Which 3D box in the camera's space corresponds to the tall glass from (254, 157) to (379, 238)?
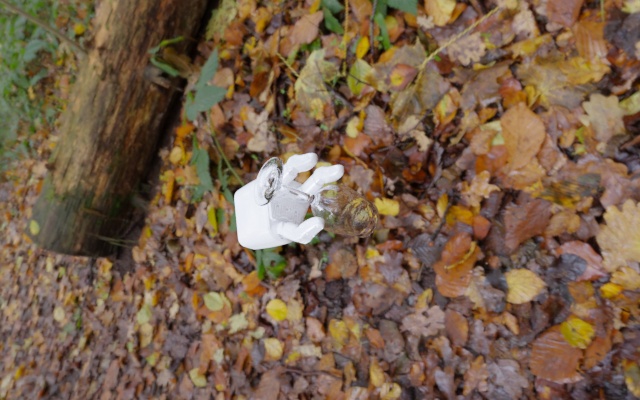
[{"bbox_3d":[0.000,0.002,0.744,0.201,0.079,0.079,22,-13,-34],"label":"tall glass"}]
